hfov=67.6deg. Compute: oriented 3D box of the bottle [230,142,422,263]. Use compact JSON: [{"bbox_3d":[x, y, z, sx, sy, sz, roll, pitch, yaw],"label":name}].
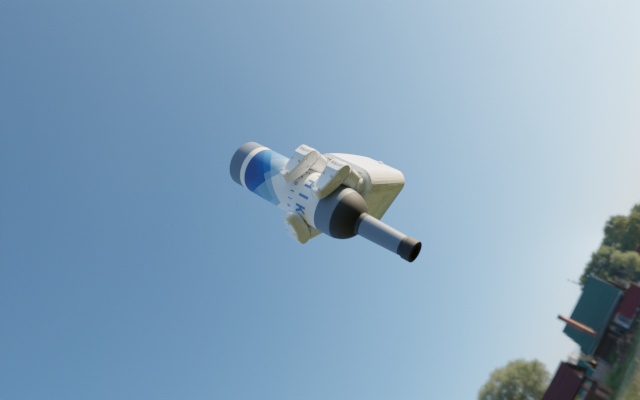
[{"bbox_3d":[0.000,0.002,0.627,0.295,0.069,0.069,28,16,33],"label":"bottle"}]
